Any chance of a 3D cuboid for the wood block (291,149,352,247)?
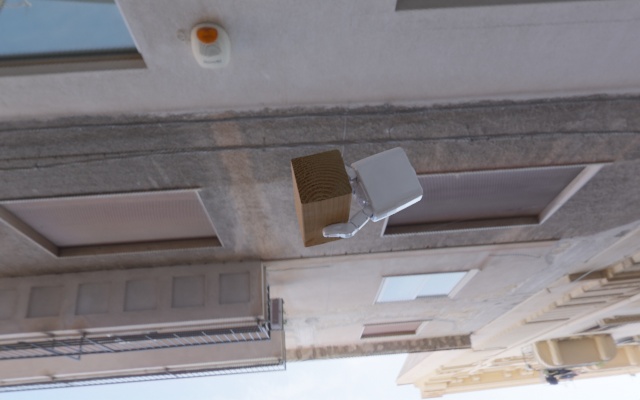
[{"bbox_3d":[0.001,0.003,0.893,0.090,0.090,0.206,-13,-25,-6],"label":"wood block"}]
